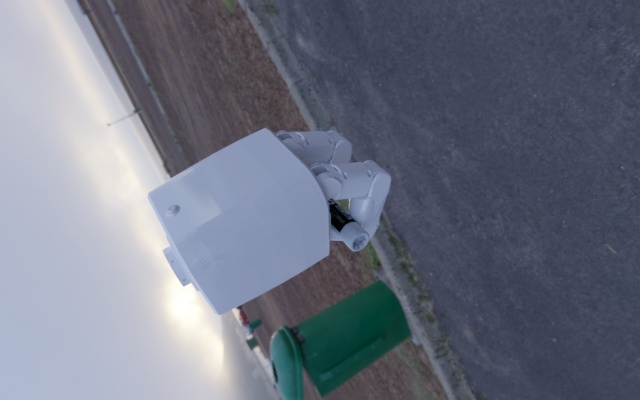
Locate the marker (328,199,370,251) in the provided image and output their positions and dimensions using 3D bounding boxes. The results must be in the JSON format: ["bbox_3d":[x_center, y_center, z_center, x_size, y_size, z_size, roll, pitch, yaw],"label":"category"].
[{"bbox_3d":[0.000,0.001,0.413,0.020,0.020,0.121,0,31,-37],"label":"marker"}]
